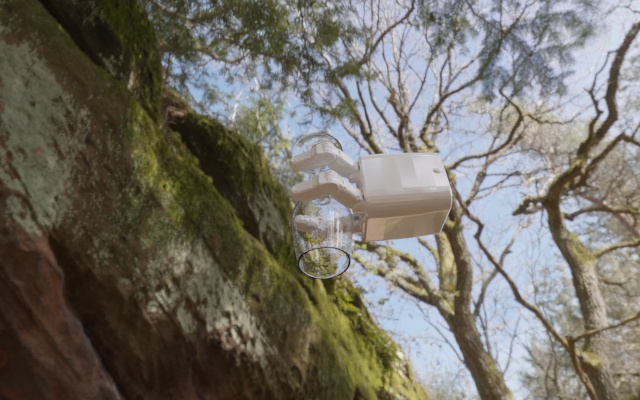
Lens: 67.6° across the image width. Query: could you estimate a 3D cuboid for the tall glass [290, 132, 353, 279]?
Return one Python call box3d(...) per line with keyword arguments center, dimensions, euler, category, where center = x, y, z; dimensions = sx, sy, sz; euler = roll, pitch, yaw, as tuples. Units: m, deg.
box3d(center=(0.000, 0.002, 0.621), dimensions=(0.079, 0.200, 0.079), euler=(-2, -44, -2), category="tall glass")
